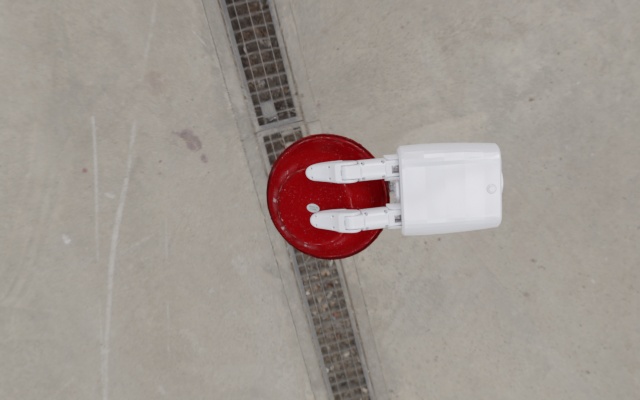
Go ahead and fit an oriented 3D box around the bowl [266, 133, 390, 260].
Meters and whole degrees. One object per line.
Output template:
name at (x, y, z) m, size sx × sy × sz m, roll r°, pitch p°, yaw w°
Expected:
bowl at (-0.001, 0.002, 0.576) m, size 0.162 × 0.162 × 0.055 m, roll 0°, pitch 11°, yaw 17°
